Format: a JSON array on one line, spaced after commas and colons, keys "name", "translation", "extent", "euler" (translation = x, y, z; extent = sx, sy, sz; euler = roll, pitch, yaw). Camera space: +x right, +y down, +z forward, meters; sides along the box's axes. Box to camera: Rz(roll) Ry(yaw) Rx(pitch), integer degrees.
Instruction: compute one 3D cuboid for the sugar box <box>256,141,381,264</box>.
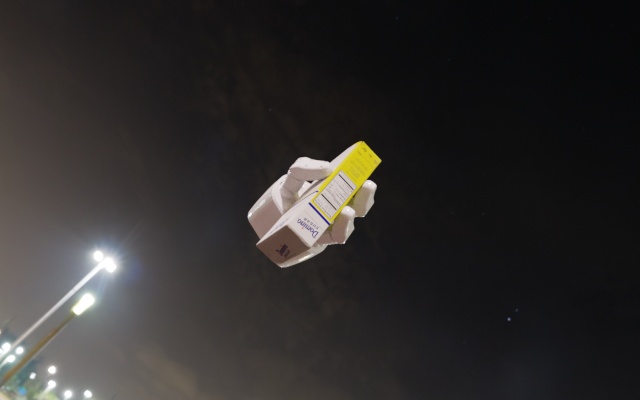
[{"name": "sugar box", "translation": [0.000, 0.002, 0.616], "extent": [0.176, 0.048, 0.093], "euler": [-52, 11, -35]}]
